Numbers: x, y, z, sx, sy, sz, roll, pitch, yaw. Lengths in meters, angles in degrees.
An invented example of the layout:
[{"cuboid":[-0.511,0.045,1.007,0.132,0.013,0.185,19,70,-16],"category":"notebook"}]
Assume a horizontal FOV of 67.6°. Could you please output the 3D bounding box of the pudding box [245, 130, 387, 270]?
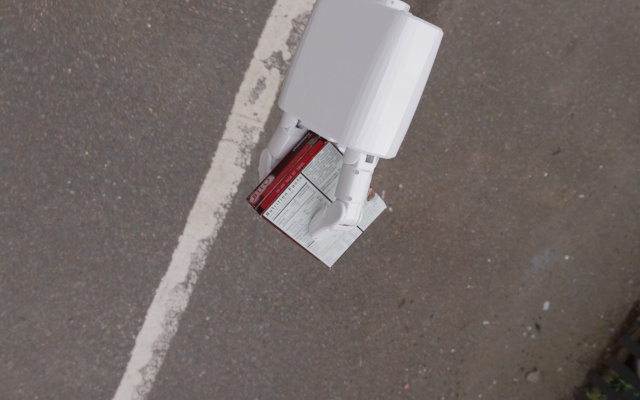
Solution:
[{"cuboid":[0.000,0.001,0.448,0.113,0.090,0.039,43,0,-39],"category":"pudding box"}]
